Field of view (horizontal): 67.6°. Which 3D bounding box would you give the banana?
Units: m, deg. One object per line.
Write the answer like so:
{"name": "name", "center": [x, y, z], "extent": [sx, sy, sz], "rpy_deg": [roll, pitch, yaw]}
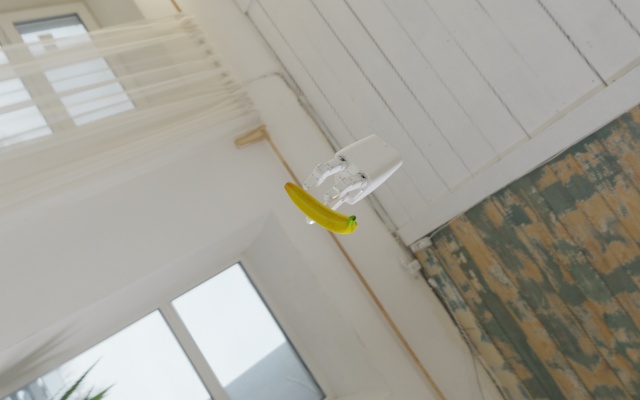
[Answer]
{"name": "banana", "center": [0.006, 0.019, 0.896], "extent": [0.037, 0.070, 0.197], "rpy_deg": [-34, 40, -29]}
